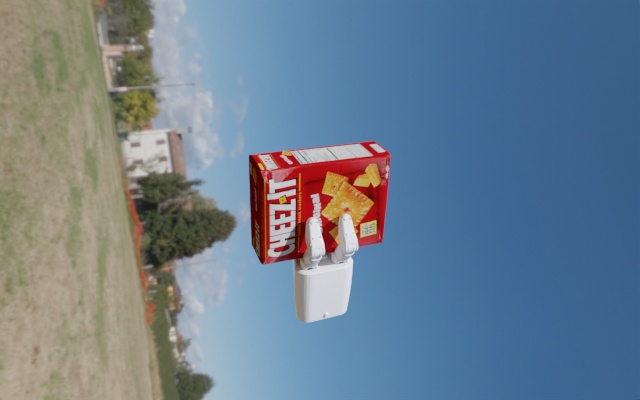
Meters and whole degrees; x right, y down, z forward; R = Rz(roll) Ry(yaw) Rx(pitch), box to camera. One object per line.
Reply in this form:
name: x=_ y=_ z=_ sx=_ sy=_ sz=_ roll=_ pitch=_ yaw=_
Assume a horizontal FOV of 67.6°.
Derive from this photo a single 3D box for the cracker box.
cracker box: x=0.000 y=0.002 z=0.758 sx=0.213 sy=0.164 sz=0.072 roll=-9 pitch=29 yaw=-20
